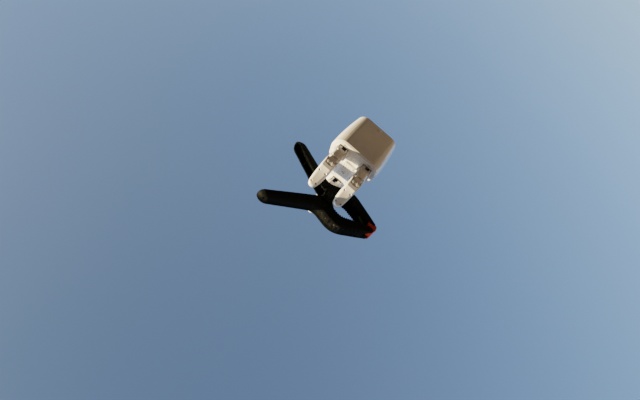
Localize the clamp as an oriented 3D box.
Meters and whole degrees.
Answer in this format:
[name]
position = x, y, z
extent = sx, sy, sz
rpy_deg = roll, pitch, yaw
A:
[clamp]
position = 0.000, 0.003, 0.821
extent = 0.164, 0.210, 0.036
rpy_deg = -49, -1, -44
